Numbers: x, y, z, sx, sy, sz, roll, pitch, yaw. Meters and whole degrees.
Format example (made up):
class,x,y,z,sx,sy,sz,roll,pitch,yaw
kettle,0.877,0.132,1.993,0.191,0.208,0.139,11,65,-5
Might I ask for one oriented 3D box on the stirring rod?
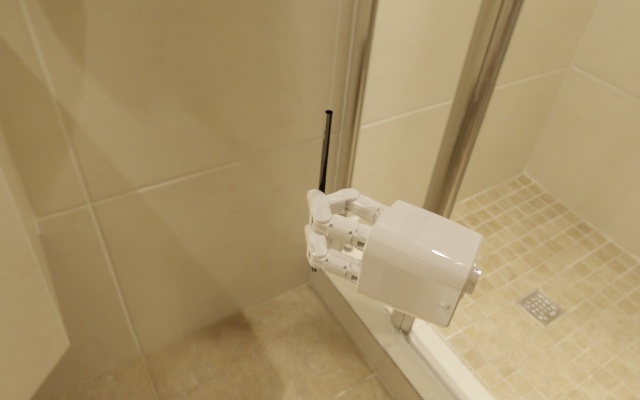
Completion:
class,x,y,z,sx,sy,sz,roll,pitch,yaw
stirring rod,0.000,0.002,0.557,0.011,0.240,0.011,3,41,-3
